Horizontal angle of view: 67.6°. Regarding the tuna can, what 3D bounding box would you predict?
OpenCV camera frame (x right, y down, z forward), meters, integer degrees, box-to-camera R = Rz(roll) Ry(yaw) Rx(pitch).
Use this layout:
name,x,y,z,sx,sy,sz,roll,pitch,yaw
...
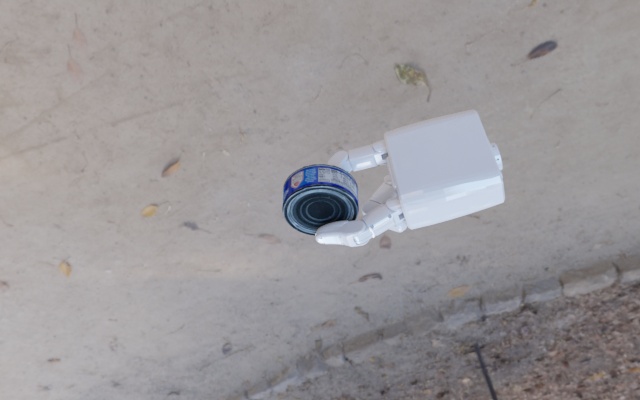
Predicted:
name,x,y,z,sx,sy,sz,roll,pitch,yaw
tuna can,0.000,0.002,0.533,0.086,0.033,0.086,0,-43,0
